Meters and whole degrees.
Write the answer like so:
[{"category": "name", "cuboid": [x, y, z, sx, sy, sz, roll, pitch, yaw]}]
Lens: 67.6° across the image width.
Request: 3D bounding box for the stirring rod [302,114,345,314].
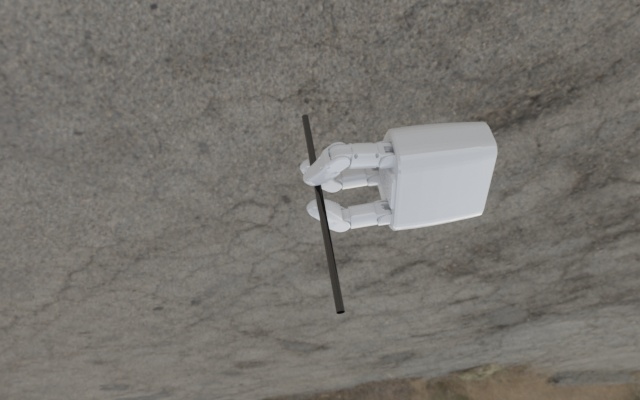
[{"category": "stirring rod", "cuboid": [0.000, 0.002, 0.497, 0.011, 0.239, 0.011, -7, -32, -5]}]
